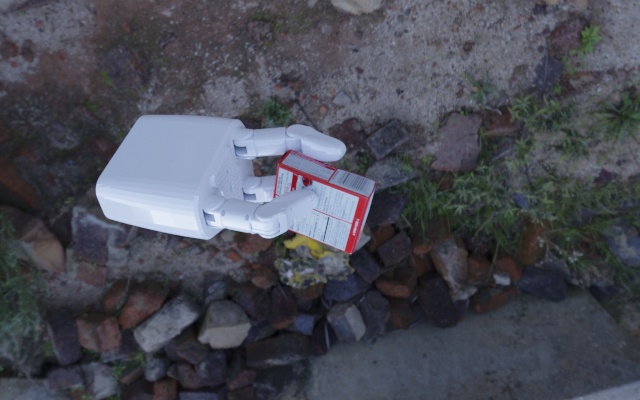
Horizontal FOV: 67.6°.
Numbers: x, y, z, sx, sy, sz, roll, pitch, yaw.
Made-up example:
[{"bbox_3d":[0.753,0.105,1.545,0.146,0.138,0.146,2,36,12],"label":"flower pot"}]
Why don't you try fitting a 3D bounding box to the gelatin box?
[{"bbox_3d":[0.000,0.002,0.443,0.089,0.073,0.030,21,42,11],"label":"gelatin box"}]
